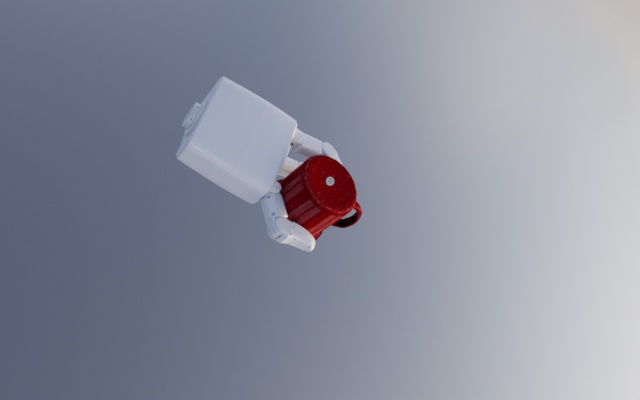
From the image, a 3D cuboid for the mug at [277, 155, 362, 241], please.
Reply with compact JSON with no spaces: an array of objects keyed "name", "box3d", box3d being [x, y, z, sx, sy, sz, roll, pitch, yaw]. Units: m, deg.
[{"name":"mug","box3d":[0.001,0.003,0.596,0.117,0.093,0.081,29,-41,-24]}]
